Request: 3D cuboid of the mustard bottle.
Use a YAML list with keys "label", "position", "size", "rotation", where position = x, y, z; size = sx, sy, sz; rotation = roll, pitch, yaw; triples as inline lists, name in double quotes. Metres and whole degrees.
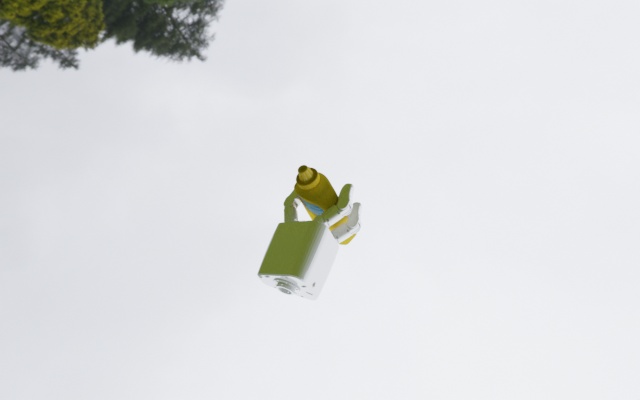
- label: "mustard bottle"
  position: [0.000, 0.003, 0.868]
  size: [0.096, 0.058, 0.192]
  rotation: [34, -17, 38]
